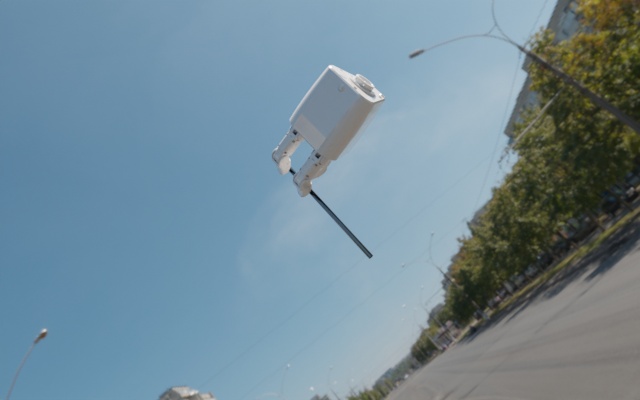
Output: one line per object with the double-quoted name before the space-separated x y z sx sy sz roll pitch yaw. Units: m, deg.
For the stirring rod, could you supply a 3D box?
"stirring rod" 0.000 0.003 0.762 0.239 0.011 0.011 47 21 20
